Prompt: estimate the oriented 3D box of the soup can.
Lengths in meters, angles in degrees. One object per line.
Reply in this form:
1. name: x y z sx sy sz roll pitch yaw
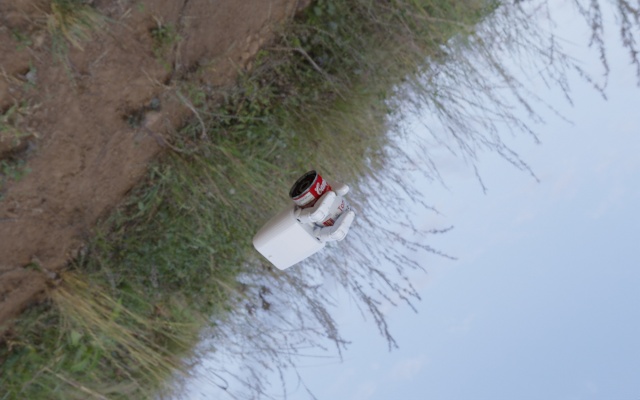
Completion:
1. soup can: 0.001 0.003 0.886 0.102 0.068 0.068 45 -22 -23
